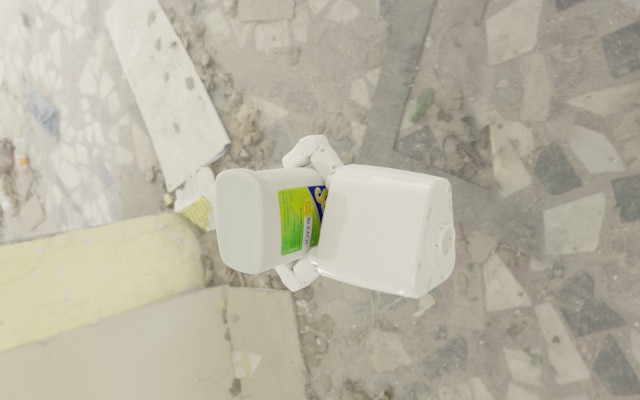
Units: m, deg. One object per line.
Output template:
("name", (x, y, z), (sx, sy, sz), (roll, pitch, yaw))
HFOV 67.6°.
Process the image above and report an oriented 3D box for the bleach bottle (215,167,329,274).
("bleach bottle", (0.000, 0.002, 0.536), (0.068, 0.102, 0.251), (10, 16, 37))
